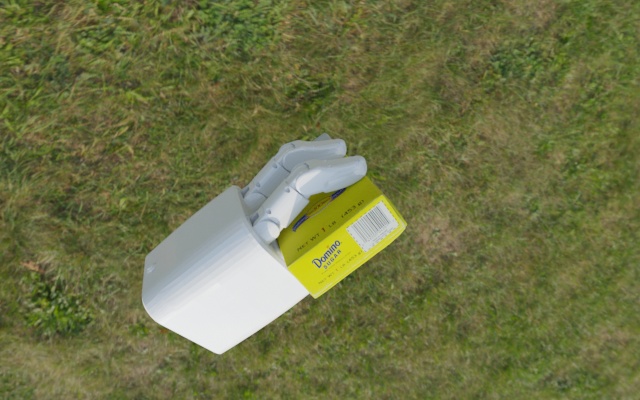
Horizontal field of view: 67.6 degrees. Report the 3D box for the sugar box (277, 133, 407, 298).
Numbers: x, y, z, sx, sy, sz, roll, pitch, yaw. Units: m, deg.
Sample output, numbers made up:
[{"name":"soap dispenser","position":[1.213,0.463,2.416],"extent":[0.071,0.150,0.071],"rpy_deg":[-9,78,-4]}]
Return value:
[{"name":"sugar box","position":[0.000,0.001,0.434],"extent":[0.093,0.048,0.176],"rpy_deg":[-37,29,2]}]
